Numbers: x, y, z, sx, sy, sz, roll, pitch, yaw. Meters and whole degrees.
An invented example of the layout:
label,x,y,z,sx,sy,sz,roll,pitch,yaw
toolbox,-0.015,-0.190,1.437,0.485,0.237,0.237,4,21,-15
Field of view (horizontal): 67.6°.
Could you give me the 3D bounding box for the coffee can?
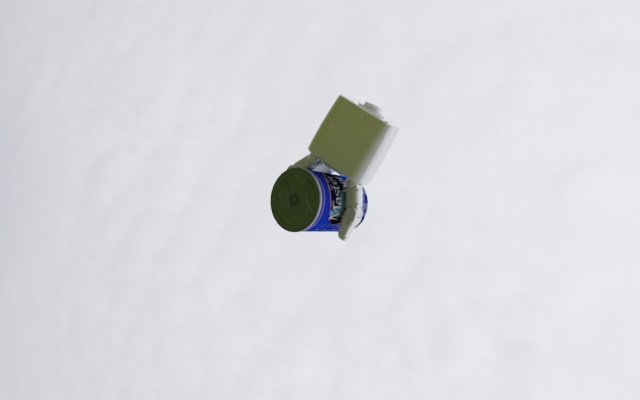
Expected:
label,x,y,z,sx,sy,sz,roll,pitch,yaw
coffee can,0.000,0.003,0.802,0.103,0.103,0.140,0,-3,37
